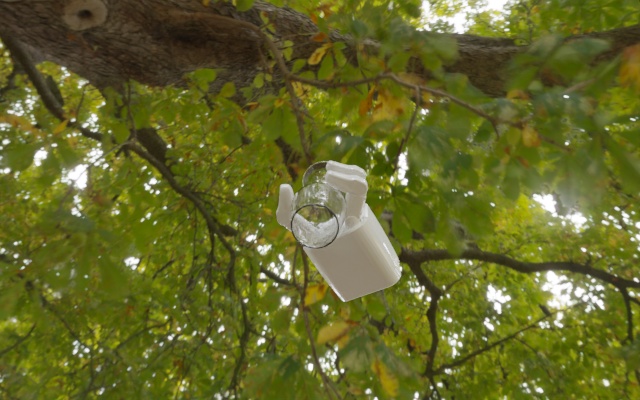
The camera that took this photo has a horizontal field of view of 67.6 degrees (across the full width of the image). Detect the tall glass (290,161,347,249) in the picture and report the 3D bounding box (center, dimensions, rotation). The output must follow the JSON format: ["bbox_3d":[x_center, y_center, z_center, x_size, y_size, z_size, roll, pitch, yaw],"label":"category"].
[{"bbox_3d":[0.000,0.002,0.698,0.079,0.079,0.201,0,18,5],"label":"tall glass"}]
